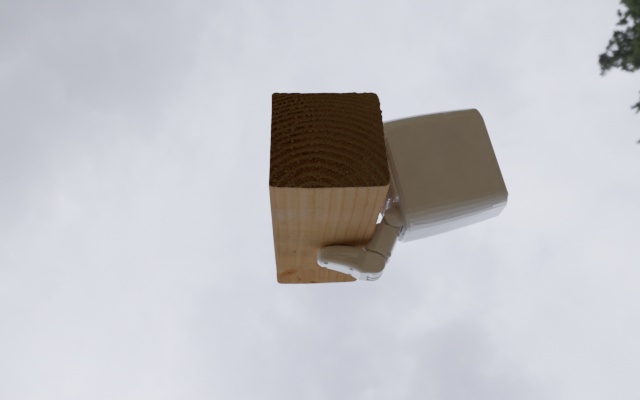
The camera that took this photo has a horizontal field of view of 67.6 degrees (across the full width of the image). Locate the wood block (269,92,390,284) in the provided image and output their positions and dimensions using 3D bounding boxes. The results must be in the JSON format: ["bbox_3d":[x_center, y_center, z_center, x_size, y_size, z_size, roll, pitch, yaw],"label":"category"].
[{"bbox_3d":[0.000,0.002,0.451,0.090,0.090,0.206,-1,-29,-3],"label":"wood block"}]
